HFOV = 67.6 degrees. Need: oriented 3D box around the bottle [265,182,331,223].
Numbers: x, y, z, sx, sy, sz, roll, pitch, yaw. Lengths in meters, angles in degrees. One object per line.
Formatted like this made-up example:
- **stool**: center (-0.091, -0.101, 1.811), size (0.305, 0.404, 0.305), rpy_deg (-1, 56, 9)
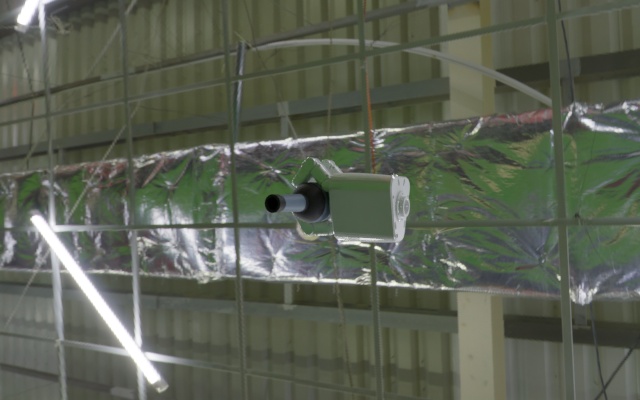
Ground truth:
- **bottle**: center (0.000, 0.003, 0.815), size (0.069, 0.069, 0.296), rpy_deg (0, 1, 28)
